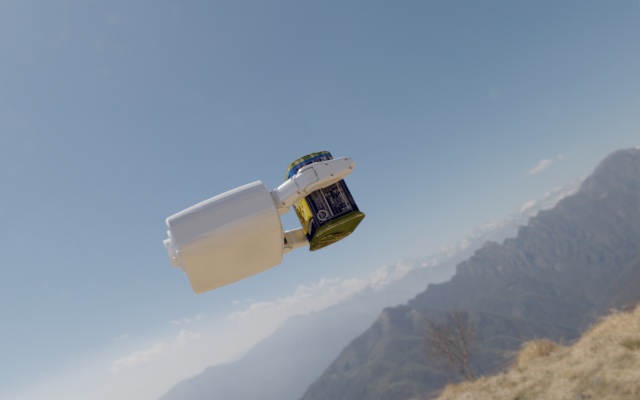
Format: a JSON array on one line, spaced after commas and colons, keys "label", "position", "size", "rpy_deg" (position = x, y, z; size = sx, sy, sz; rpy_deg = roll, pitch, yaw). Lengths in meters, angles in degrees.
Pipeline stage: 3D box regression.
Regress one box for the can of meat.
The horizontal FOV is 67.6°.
[{"label": "can of meat", "position": [0.000, 0.001, 0.539], "size": [0.057, 0.084, 0.102], "rpy_deg": [-23, -14, -14]}]
